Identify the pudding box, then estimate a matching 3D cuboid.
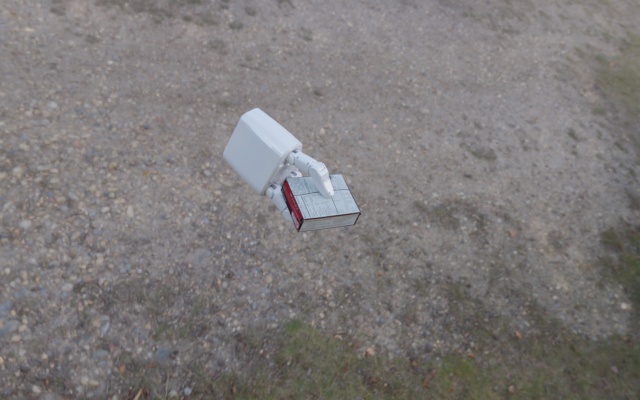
[{"bbox_3d":[0.000,0.002,0.799,0.113,0.090,0.039,-7,-35,-26],"label":"pudding box"}]
